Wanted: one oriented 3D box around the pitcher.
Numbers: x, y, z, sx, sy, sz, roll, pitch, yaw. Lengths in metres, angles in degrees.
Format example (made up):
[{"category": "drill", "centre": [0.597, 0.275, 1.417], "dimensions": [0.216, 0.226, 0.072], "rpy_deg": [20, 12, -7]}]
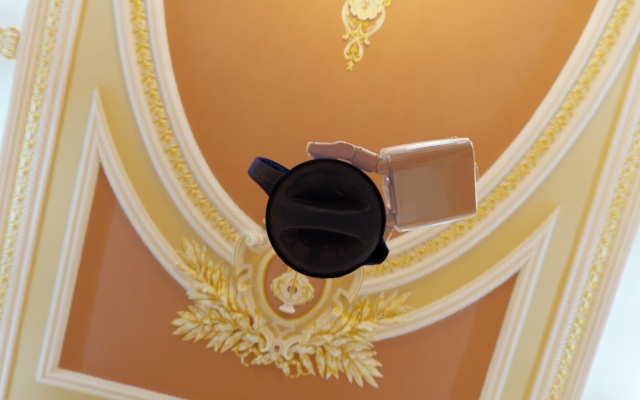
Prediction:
[{"category": "pitcher", "centre": [0.000, 0.002, 0.632], "dimensions": [0.145, 0.149, 0.243], "rpy_deg": [-12, 6, 2]}]
